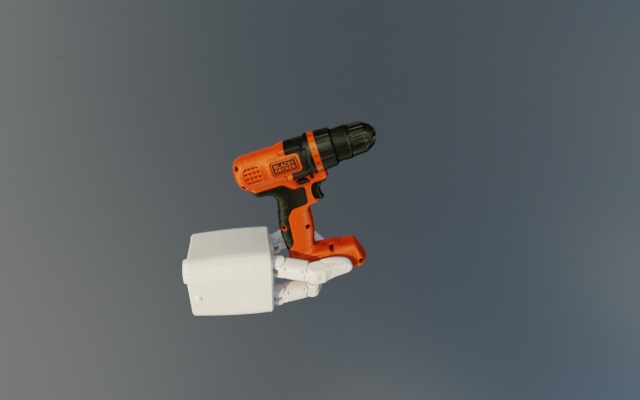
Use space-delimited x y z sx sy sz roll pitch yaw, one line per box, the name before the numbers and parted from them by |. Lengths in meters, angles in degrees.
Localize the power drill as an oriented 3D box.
power drill | 0.000 0.003 0.624 0.184 0.188 0.057 -16 19 5
